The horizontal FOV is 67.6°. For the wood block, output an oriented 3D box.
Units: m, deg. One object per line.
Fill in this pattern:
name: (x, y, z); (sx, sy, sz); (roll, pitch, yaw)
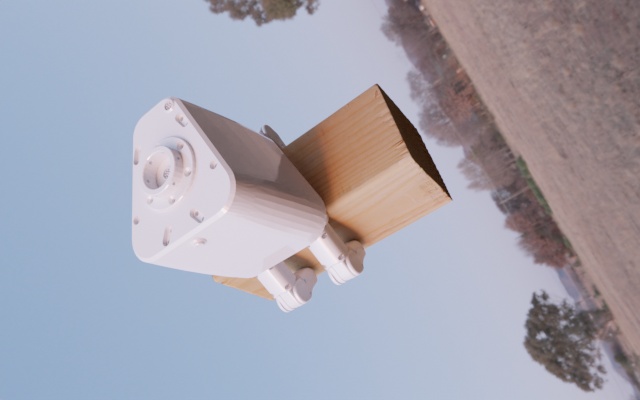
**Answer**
wood block: (0.000, 0.001, 0.443); (0.206, 0.090, 0.090); (-32, -37, 21)
